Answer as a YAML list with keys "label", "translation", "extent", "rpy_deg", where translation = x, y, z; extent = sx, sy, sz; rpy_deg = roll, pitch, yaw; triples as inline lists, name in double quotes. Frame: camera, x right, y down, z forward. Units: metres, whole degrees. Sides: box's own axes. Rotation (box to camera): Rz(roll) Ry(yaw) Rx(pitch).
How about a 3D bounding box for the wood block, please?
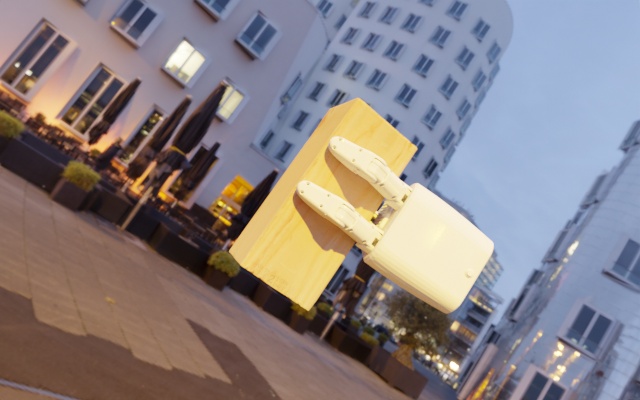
- label: "wood block"
  translation: [0.000, 0.002, 0.525]
  extent: [0.090, 0.206, 0.091]
  rpy_deg: [37, -9, -16]
